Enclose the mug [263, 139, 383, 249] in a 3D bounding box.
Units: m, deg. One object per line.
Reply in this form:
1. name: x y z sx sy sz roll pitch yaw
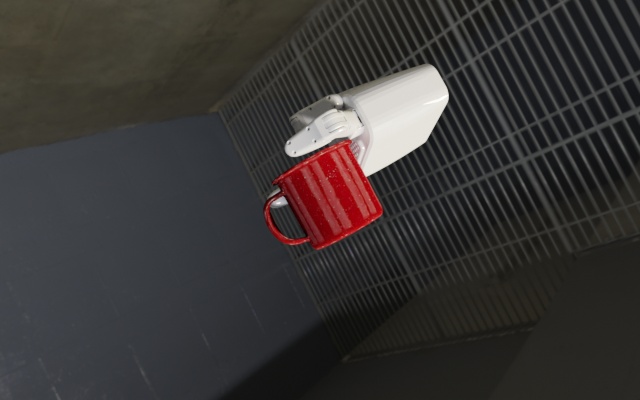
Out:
1. mug: -0.001 0.002 0.479 0.117 0.081 0.093 -28 -1 -18
